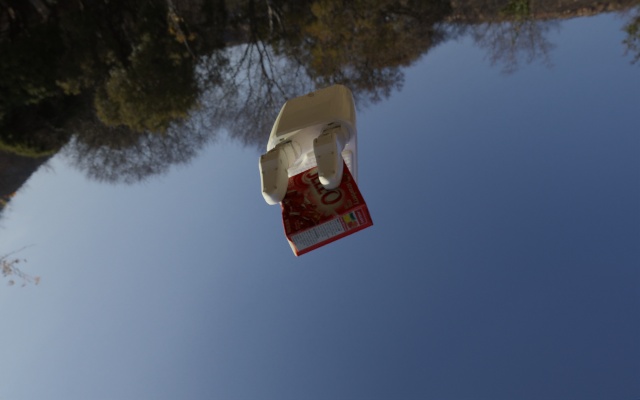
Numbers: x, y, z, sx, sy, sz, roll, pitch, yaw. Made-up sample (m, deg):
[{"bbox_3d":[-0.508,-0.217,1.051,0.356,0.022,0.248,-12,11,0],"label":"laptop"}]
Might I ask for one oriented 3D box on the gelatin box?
[{"bbox_3d":[0.000,0.002,0.437,0.073,0.030,0.089,-22,36,3],"label":"gelatin box"}]
